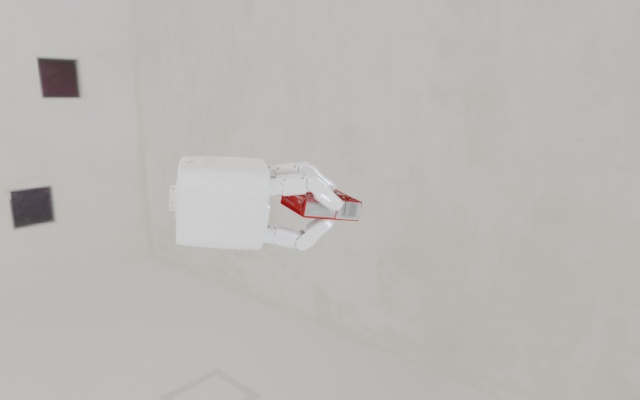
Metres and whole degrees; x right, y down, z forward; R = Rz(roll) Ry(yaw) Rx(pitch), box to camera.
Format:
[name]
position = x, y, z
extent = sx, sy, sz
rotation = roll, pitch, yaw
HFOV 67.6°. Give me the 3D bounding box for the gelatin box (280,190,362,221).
[gelatin box]
position = 0.000, 0.003, 0.647
extent = 0.089, 0.030, 0.073
rotation = 5, 12, -28
